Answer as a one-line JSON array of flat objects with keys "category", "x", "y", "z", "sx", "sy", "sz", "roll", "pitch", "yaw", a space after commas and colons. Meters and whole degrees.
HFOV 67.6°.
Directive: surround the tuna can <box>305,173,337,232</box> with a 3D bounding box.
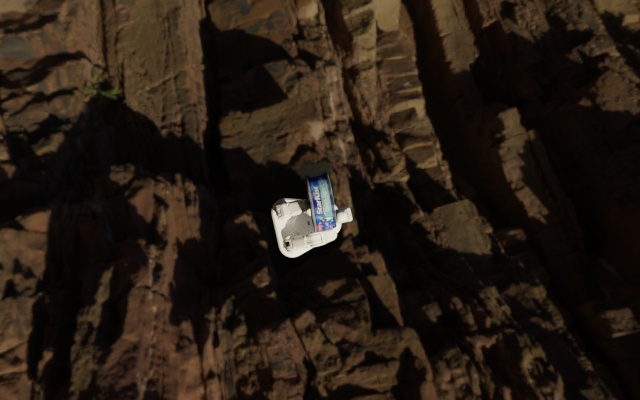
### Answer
[{"category": "tuna can", "x": 0.001, "y": 0.002, "z": 0.709, "sx": 0.034, "sy": 0.086, "sz": 0.086, "roll": -10, "pitch": 0, "yaw": -3}]
